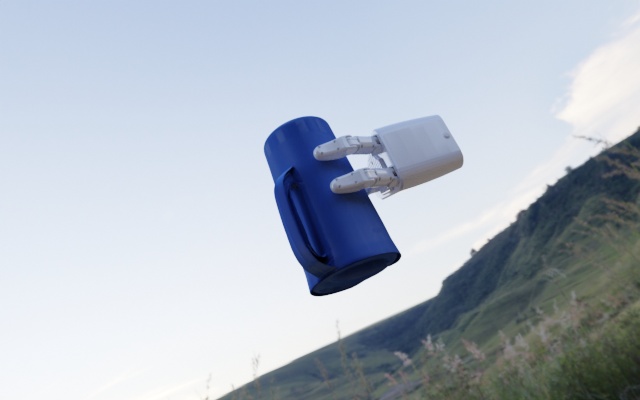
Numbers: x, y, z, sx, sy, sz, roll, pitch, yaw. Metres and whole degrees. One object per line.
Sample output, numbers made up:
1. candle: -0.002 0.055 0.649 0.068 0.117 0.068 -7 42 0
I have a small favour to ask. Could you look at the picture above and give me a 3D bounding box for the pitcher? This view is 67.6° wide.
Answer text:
1. pitcher: 0.000 0.002 0.672 0.145 0.242 0.149 -18 -23 -13
